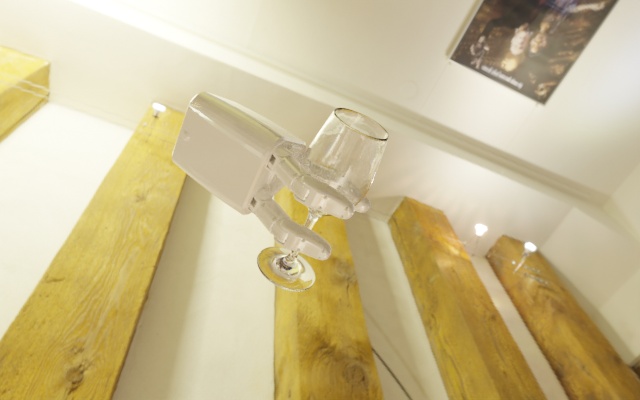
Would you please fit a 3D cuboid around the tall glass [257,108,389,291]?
[{"bbox_3d":[0.000,0.002,0.520,0.079,0.201,0.079,22,28,-12],"label":"tall glass"}]
